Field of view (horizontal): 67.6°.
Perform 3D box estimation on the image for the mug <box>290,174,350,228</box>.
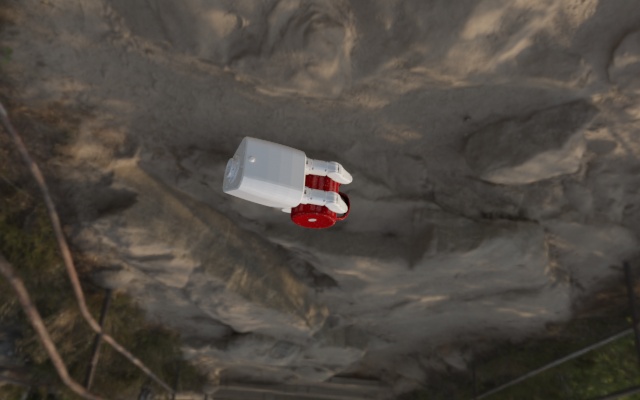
[{"bbox_3d":[0.001,0.003,0.862,0.117,0.081,0.093,15,-24,-24],"label":"mug"}]
